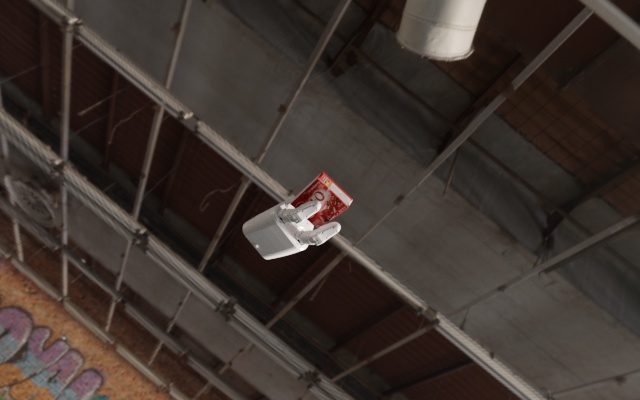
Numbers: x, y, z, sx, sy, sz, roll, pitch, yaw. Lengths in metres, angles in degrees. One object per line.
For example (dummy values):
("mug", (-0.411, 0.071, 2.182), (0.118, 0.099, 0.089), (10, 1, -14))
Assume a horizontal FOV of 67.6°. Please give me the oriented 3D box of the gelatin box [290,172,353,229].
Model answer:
("gelatin box", (0.001, 0.002, 0.844), (0.089, 0.073, 0.030), (-40, 10, 39))
